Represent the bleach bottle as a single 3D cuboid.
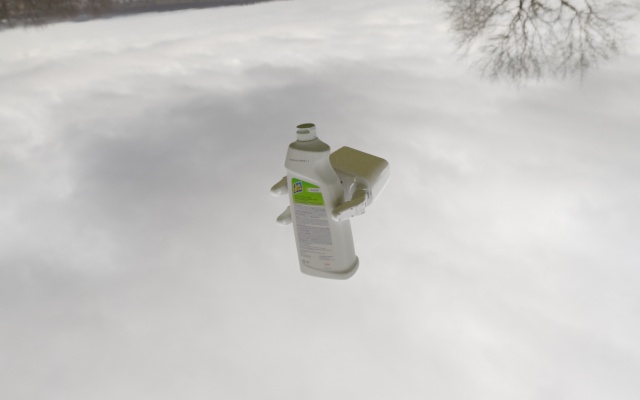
[{"bbox_3d":[0.000,0.003,0.761,0.102,0.251,0.068,4,26,23],"label":"bleach bottle"}]
